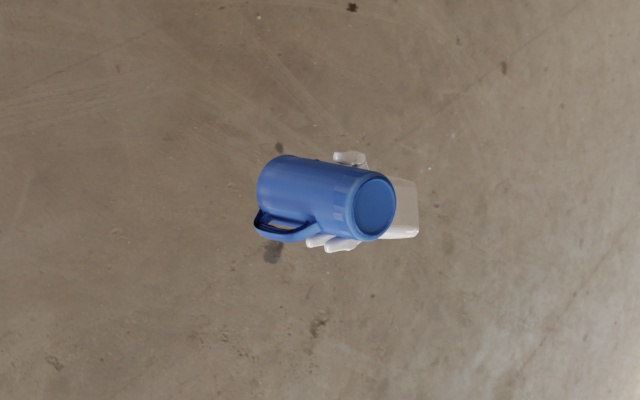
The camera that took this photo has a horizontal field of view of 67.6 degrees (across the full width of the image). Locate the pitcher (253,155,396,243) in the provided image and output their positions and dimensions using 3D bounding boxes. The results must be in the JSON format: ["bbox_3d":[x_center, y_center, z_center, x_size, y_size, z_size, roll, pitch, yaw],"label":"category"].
[{"bbox_3d":[0.000,0.003,0.803,0.145,0.149,0.243,5,4,-39],"label":"pitcher"}]
